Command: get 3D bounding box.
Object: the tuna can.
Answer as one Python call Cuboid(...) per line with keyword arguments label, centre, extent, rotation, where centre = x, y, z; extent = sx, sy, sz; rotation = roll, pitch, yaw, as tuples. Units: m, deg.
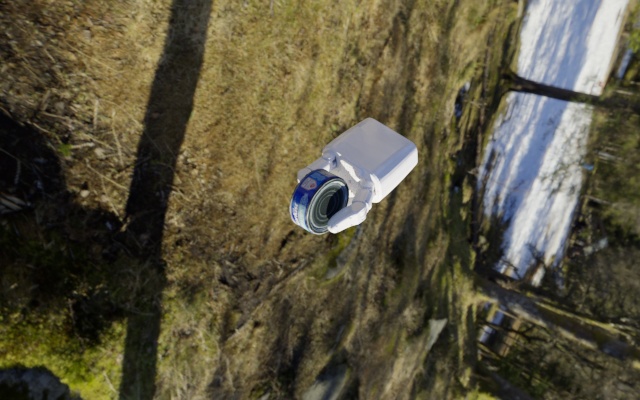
Cuboid(label="tuna can", centre=(0.000, 0.002, 0.651), extent=(0.033, 0.086, 0.086), rotation=(29, 18, 36))
